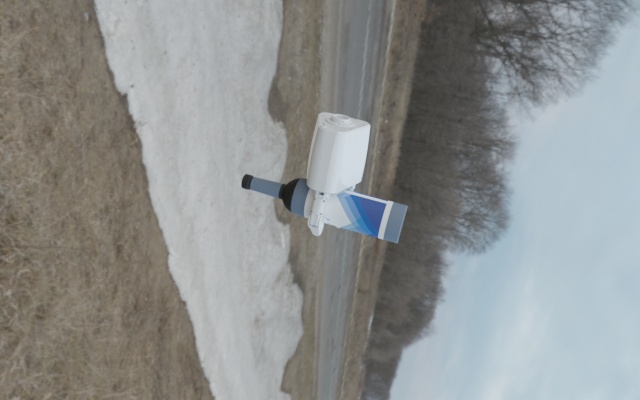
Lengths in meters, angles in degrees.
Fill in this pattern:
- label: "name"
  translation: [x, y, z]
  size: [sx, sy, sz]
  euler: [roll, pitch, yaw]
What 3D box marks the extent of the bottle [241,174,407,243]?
- label: "bottle"
  translation: [0.000, 0.003, 0.840]
  size: [0.295, 0.069, 0.069]
  euler: [15, 3, 12]
